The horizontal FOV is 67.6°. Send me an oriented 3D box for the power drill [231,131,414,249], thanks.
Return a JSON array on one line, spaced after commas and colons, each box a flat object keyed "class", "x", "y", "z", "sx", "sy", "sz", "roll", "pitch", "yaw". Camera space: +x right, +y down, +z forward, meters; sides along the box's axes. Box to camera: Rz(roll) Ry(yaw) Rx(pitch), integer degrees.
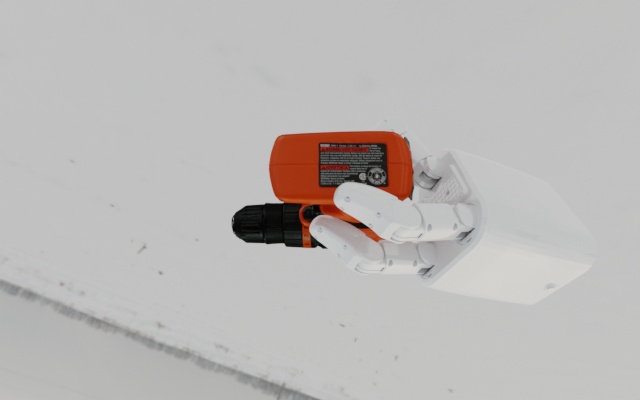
[{"class": "power drill", "x": 0.000, "y": 0.001, "z": 0.429, "sx": 0.184, "sy": 0.057, "sz": 0.188, "roll": -3, "pitch": -16, "yaw": -1}]
